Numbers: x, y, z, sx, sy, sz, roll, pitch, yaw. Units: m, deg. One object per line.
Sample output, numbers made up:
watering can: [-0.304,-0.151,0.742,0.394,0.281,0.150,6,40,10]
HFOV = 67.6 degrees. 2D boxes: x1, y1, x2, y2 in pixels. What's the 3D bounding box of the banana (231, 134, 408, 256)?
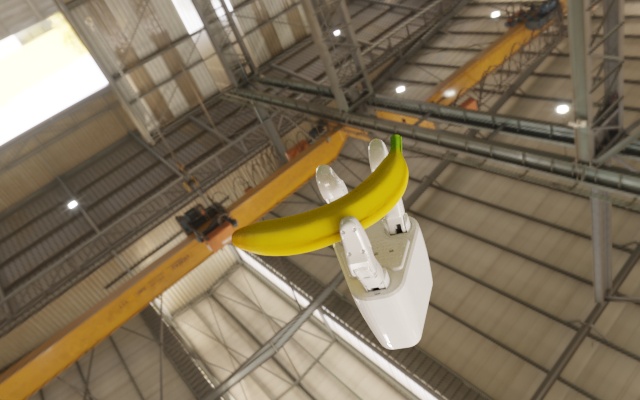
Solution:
banana: [0.010,0.010,0.459,0.198,0.037,0.069,-30,43,-3]
